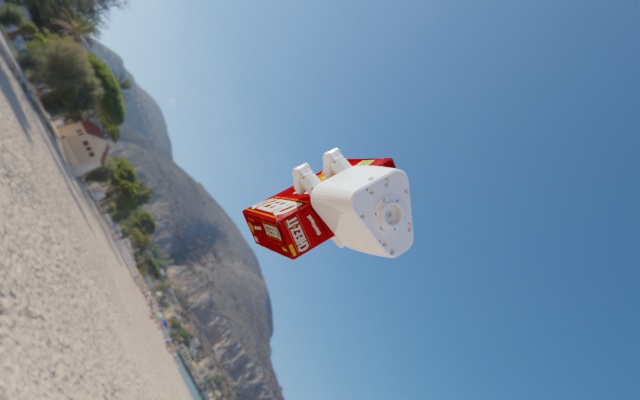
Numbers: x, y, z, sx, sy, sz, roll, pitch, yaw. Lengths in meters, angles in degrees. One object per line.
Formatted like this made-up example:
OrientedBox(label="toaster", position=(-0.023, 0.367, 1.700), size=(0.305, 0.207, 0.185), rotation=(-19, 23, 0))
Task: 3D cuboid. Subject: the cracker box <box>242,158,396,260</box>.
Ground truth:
OrientedBox(label="cracker box", position=(0.000, 0.003, 0.768), size=(0.213, 0.072, 0.164), rotation=(-28, 15, -22))
